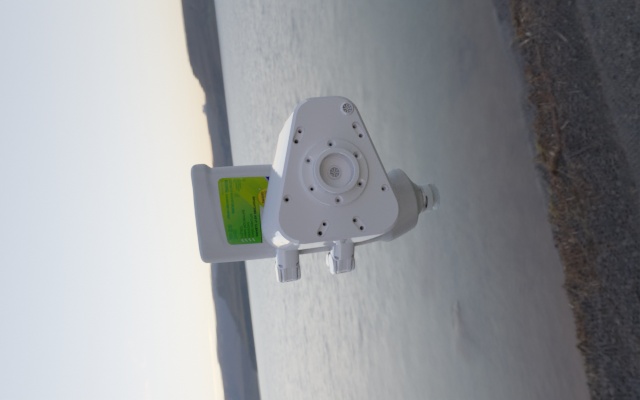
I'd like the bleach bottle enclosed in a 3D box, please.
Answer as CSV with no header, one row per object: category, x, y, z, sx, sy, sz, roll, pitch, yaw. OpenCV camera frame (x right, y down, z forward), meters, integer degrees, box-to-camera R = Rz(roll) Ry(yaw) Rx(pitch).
bleach bottle,0.000,0.002,0.495,0.251,0.102,0.068,-7,-4,-11
